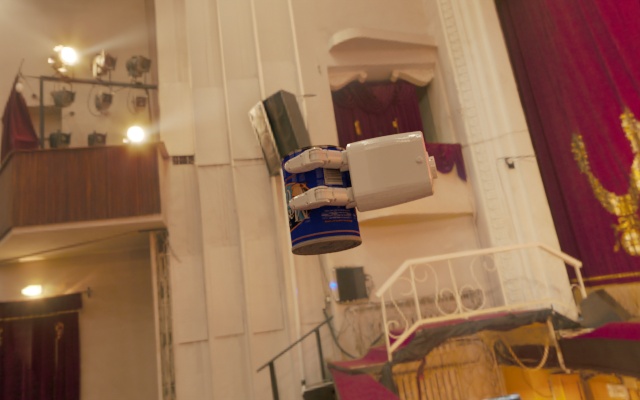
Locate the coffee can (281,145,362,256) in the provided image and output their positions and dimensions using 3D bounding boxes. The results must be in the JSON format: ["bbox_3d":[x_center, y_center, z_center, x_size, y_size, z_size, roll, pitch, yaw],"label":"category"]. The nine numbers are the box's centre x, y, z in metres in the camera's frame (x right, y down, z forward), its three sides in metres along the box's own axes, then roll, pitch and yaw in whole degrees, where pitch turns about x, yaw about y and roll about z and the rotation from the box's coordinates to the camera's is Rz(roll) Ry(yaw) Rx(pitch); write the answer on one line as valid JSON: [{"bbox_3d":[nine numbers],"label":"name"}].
[{"bbox_3d":[0.000,0.003,0.705,0.103,0.140,0.103,-8,-15,-2],"label":"coffee can"}]
